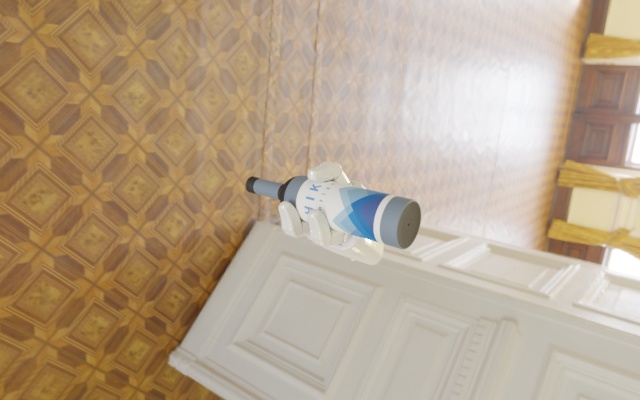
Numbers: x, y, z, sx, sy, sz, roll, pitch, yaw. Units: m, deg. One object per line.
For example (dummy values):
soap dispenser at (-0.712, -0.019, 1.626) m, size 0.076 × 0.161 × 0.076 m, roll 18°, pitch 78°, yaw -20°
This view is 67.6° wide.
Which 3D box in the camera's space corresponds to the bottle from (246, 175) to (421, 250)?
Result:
bottle at (0.000, 0.002, 0.702) m, size 0.295 × 0.069 × 0.069 m, roll 14°, pitch 9°, yaw 37°
